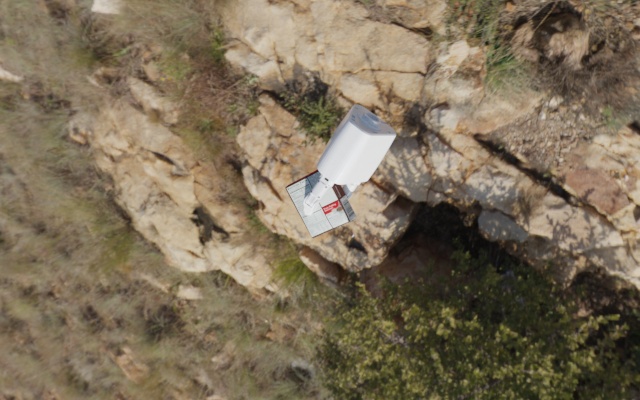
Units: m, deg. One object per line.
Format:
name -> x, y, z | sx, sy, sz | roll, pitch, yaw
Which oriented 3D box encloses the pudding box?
pudding box -> 0.000, 0.003, 0.882 | 0.090, 0.113, 0.039 | -25, 4, 28
